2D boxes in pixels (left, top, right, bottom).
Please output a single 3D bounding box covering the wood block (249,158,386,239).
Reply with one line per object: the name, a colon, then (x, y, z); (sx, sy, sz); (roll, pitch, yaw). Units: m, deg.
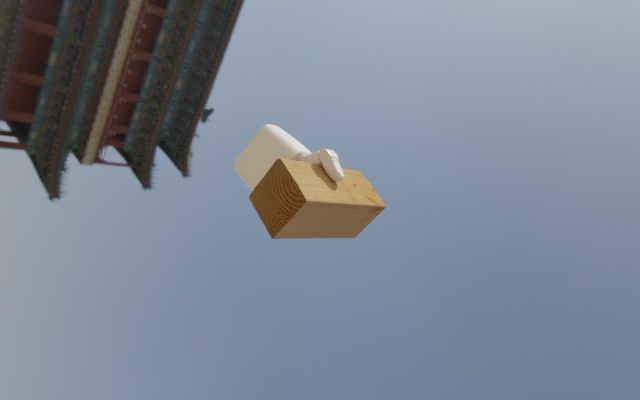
wood block: (0.000, 0.002, 0.783); (0.206, 0.090, 0.091); (4, -45, -50)
